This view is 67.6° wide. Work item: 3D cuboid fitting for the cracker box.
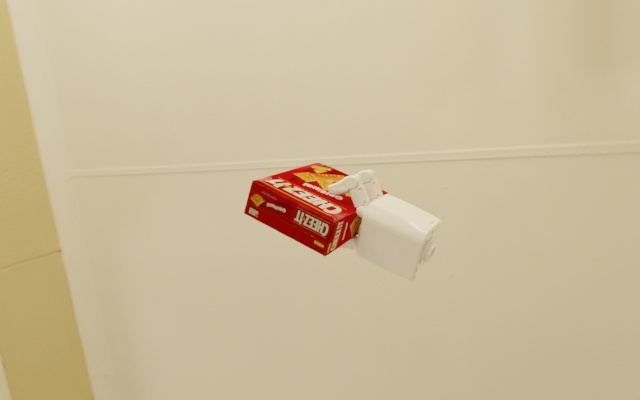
[{"bbox_3d":[0.000,0.003,0.835,0.164,0.072,0.213,25,23,23],"label":"cracker box"}]
